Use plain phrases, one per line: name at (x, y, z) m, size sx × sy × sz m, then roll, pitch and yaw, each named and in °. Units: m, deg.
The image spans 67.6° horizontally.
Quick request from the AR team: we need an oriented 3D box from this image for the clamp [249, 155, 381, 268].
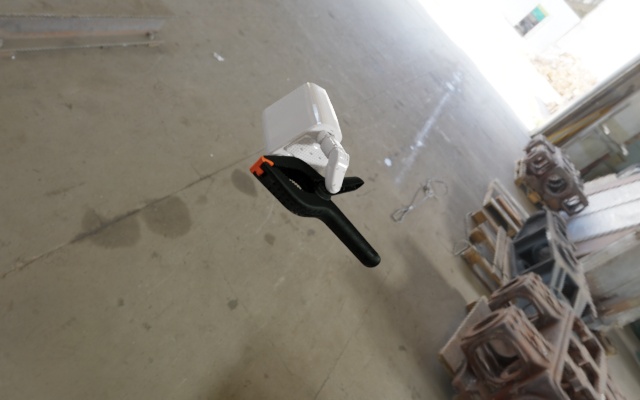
clamp at (0.000, 0.001, 0.647) m, size 0.210 × 0.164 × 0.036 m, roll 22°, pitch -51°, yaw -37°
